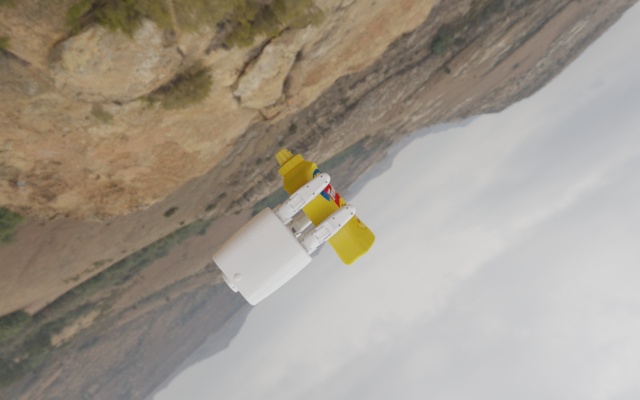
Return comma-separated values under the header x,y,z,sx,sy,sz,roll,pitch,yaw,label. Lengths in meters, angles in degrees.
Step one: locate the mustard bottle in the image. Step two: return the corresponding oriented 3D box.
x,y,z,sx,sy,sz,roll,pitch,yaw,label
0.001,0.002,0.703,0.058,0.191,0.096,-40,1,16,mustard bottle
